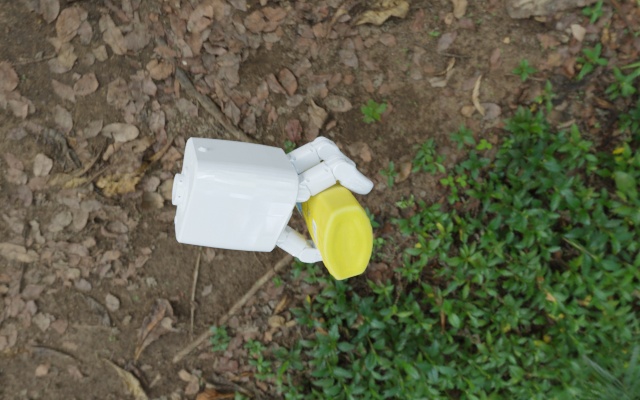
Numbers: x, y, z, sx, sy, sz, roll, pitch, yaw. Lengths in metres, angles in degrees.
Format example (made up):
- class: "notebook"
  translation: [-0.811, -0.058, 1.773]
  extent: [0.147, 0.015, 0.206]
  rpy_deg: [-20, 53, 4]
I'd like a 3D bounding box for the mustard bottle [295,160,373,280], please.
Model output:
- class: "mustard bottle"
  translation: [0.000, 0.002, 0.575]
  extent: [0.058, 0.096, 0.191]
  rpy_deg: [-16, 33, -12]
